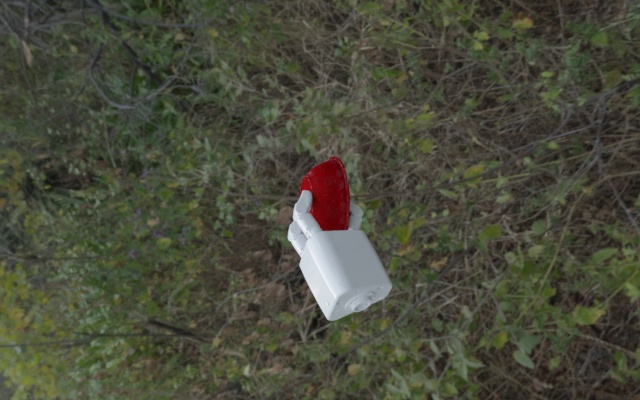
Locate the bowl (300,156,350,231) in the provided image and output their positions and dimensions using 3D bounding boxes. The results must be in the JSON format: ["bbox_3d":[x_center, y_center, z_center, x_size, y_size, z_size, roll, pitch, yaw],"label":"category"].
[{"bbox_3d":[-0.001,0.002,0.838,0.055,0.162,0.162,-1,0,-16],"label":"bowl"}]
